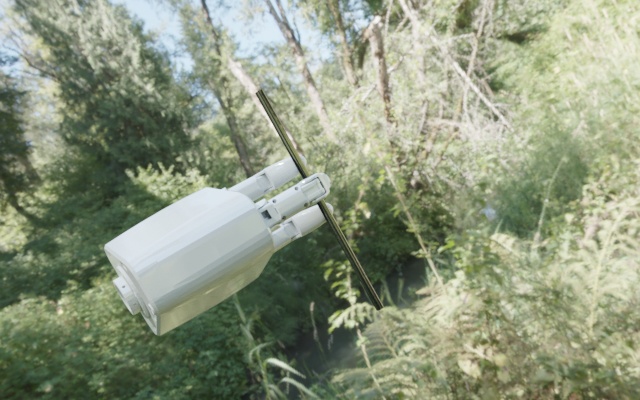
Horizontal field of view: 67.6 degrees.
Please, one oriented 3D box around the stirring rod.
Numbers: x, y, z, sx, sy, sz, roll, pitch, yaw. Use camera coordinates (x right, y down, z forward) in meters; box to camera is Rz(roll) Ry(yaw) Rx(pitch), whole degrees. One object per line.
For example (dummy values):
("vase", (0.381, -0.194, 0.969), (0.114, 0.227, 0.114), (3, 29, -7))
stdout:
("stirring rod", (0.000, 0.002, 0.460), (0.011, 0.239, 0.011), (-29, 4, 2))
